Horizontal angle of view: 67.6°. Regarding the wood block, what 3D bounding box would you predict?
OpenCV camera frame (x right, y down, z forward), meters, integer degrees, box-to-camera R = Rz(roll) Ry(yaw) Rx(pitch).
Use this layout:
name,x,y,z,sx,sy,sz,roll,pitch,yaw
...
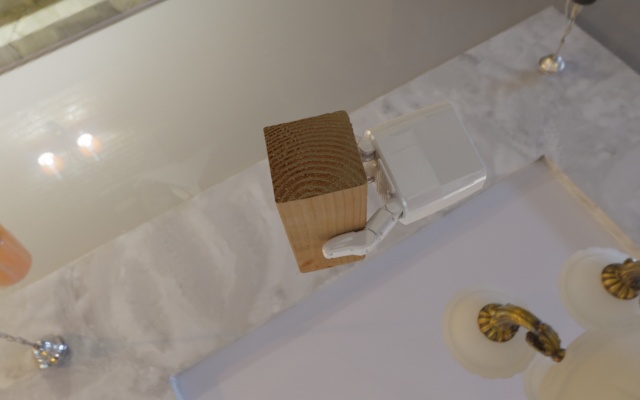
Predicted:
name,x,y,z,sx,sy,sz,roll,pitch,yaw
wood block,0.001,0.002,0.550,0.090,0.090,0.206,-12,-27,-1
